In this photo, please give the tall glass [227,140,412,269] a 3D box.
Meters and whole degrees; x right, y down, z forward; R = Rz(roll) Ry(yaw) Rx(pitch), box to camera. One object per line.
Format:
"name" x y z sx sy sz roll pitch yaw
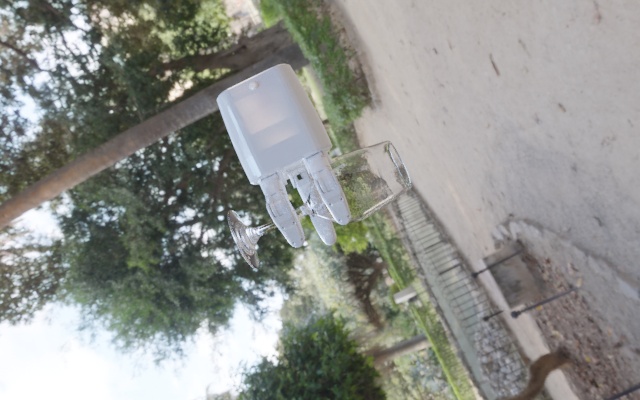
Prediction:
"tall glass" 0.000 0.002 0.547 0.201 0.079 0.079 -25 -1 2
